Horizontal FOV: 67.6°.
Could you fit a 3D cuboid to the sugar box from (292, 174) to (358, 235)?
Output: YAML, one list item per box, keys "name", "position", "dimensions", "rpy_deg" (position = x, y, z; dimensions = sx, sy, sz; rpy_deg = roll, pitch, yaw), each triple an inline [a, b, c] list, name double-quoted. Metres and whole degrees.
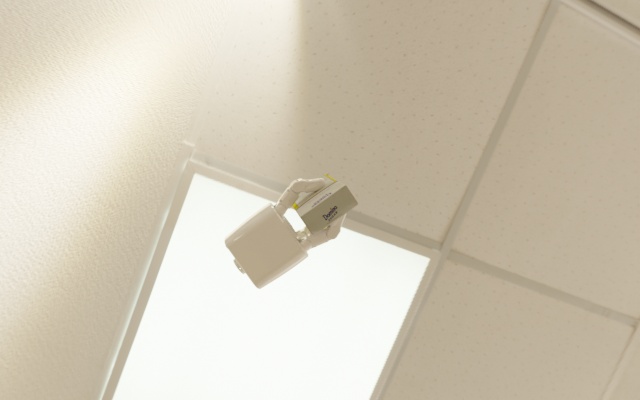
- name: "sugar box"
  position: [0.000, 0.003, 0.849]
  dimensions: [0.093, 0.048, 0.176]
  rpy_deg: [-35, 16, -2]
